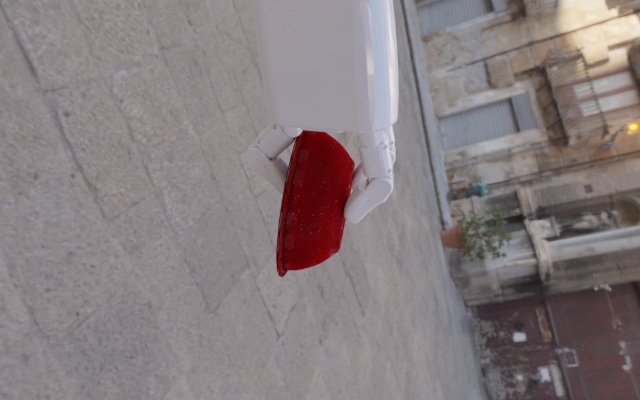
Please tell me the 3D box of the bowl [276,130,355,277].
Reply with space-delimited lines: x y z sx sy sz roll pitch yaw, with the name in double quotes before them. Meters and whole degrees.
"bowl" 0.000 0.003 0.482 0.055 0.162 0.162 10 1 4
